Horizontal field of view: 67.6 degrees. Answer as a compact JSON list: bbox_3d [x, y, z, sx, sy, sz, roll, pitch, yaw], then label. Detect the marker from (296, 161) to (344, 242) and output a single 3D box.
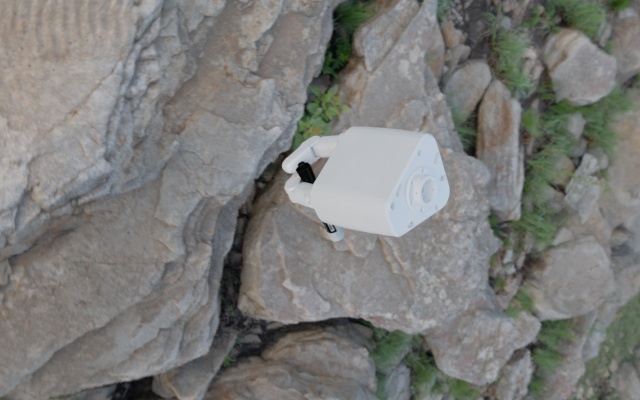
[{"bbox_3d":[0.000,0.002,0.595,0.020,0.121,0.020,-19,33,12],"label":"marker"}]
